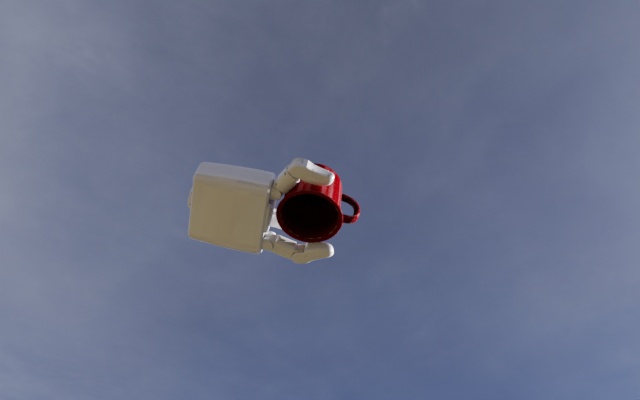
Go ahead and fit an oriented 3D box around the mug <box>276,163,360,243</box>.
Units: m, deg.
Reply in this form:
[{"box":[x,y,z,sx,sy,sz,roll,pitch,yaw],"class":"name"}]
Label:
[{"box":[0.002,0.002,0.688,0.117,0.093,0.081,11,38,-2],"class":"mug"}]
